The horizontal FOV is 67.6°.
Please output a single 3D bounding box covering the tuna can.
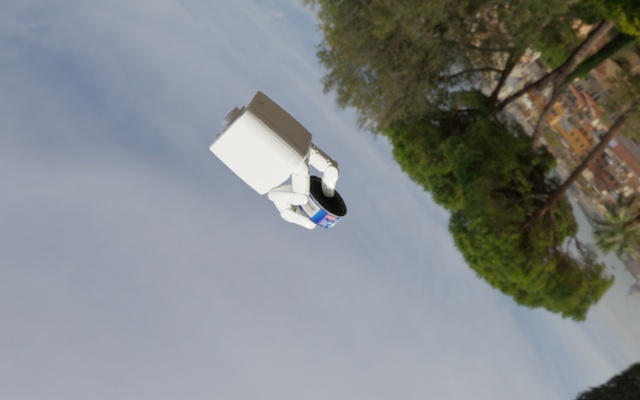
[{"bbox_3d":[0.000,0.003,0.768,0.034,0.086,0.086,-44,-22,25],"label":"tuna can"}]
